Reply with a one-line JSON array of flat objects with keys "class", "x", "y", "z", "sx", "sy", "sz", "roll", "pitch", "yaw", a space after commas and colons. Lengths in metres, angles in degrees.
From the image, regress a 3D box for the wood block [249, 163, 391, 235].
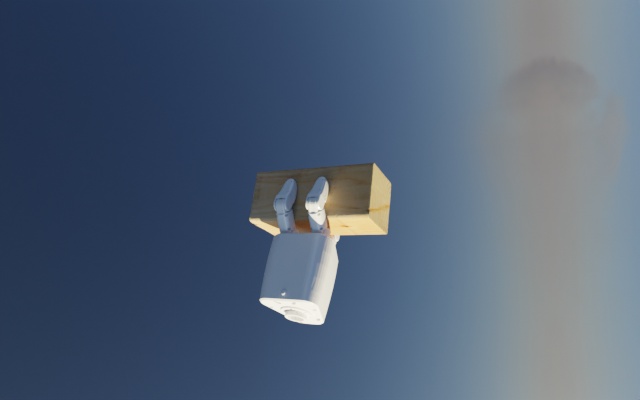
[{"class": "wood block", "x": 0.000, "y": 0.003, "z": 0.777, "sx": 0.206, "sy": 0.090, "sz": 0.091, "roll": -2, "pitch": -21, "yaw": 26}]
